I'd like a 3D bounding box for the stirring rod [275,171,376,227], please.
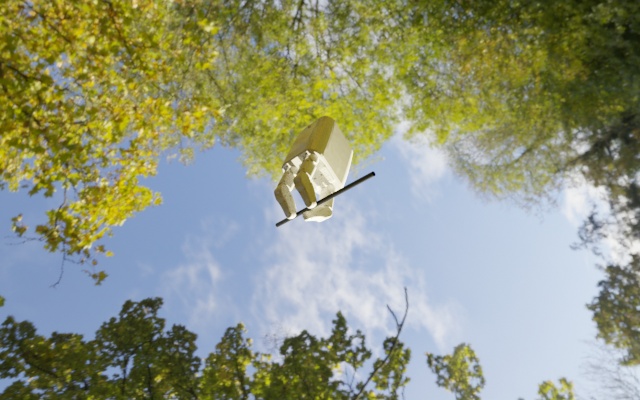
[{"bbox_3d":[0.000,0.003,0.792,0.011,0.011,0.239,0,-21,-45],"label":"stirring rod"}]
